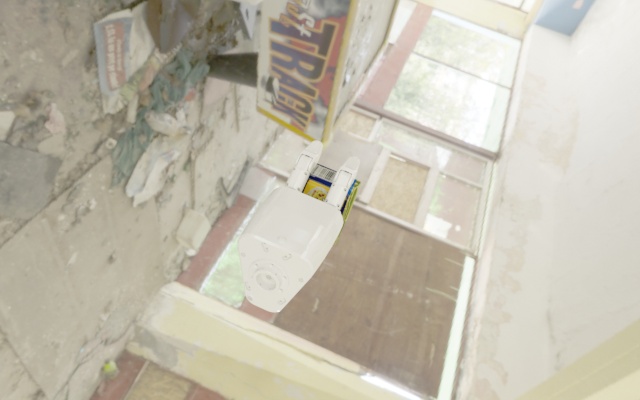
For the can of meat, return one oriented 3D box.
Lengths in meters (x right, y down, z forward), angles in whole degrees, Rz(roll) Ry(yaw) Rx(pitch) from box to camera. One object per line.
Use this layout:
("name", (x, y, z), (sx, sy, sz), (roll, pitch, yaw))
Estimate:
("can of meat", (0.000, 0.002, 0.663), (0.084, 0.102, 0.057), (23, 32, 7))
